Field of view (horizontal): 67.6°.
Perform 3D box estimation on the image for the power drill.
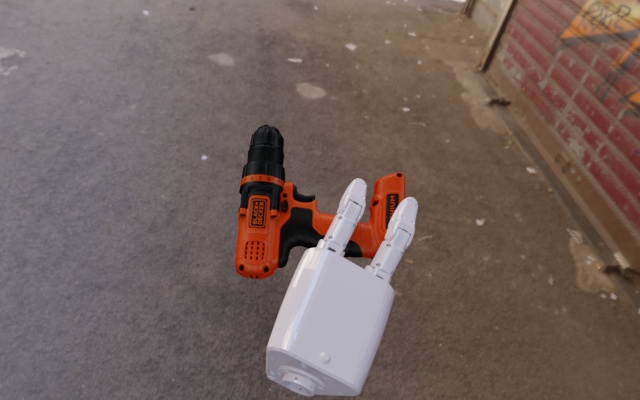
[{"bbox_3d":[0.001,0.002,0.547,0.187,0.184,0.057,3,-19,1],"label":"power drill"}]
